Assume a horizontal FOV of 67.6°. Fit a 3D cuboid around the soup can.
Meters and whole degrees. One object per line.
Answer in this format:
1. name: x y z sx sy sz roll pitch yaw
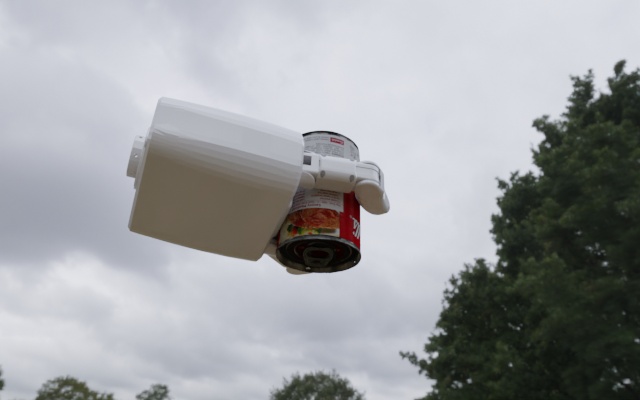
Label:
1. soup can: 0.001 0.001 0.401 0.068 0.102 0.068 2 -31 1
